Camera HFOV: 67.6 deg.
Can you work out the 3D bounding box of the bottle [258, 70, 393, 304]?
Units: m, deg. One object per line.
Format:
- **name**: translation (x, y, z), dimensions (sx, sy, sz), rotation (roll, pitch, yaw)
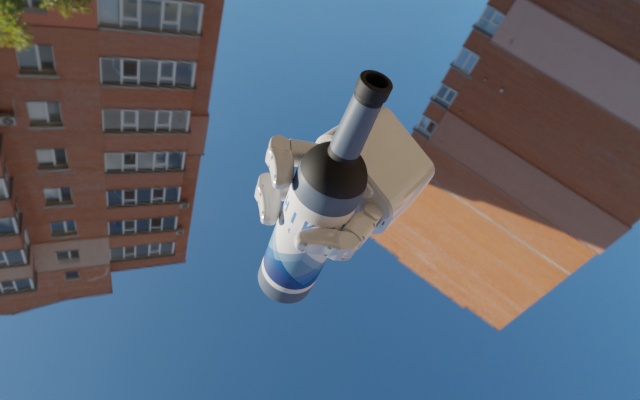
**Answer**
- **bottle**: translation (0.000, 0.002, 0.470), dimensions (0.069, 0.069, 0.296), rotation (0, -39, -22)
